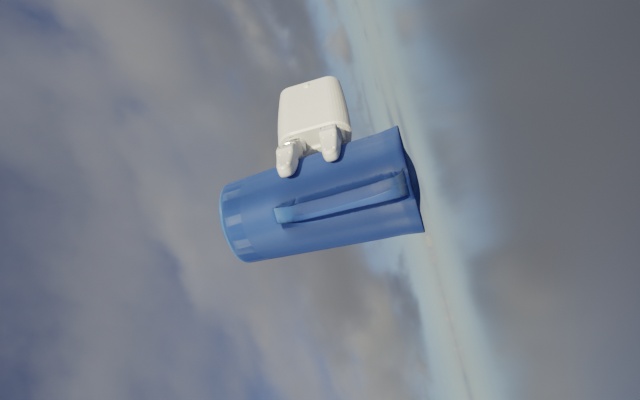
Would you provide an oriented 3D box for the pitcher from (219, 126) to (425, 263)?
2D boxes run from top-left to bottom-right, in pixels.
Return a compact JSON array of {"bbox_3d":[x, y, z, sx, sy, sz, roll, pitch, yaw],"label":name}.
[{"bbox_3d":[0.000,0.002,0.591,0.243,0.145,0.149,-15,-41,11],"label":"pitcher"}]
